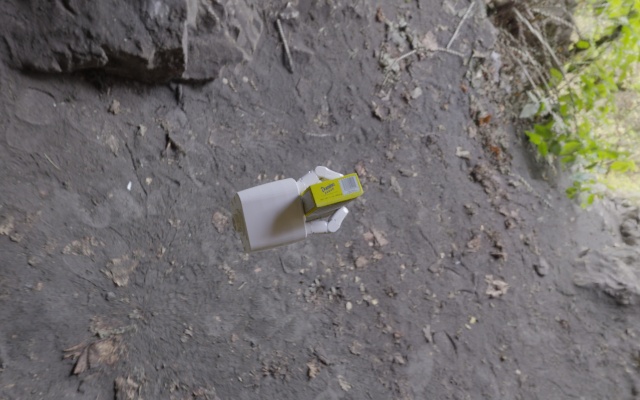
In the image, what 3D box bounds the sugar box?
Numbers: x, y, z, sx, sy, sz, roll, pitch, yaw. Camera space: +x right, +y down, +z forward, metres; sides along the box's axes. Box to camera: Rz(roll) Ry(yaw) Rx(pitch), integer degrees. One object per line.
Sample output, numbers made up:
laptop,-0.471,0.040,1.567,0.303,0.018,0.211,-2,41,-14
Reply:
sugar box,0.000,0.002,0.878,0.093,0.048,0.176,-15,-7,-23
